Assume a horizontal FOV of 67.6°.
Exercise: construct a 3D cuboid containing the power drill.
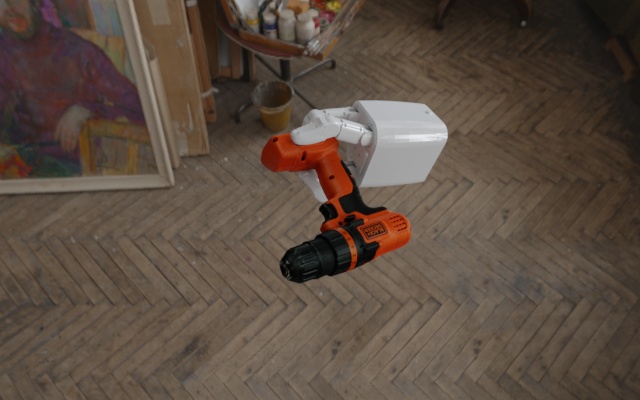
[{"bbox_3d":[0.000,0.001,0.584,0.184,0.187,0.057,-14,-27,-36],"label":"power drill"}]
